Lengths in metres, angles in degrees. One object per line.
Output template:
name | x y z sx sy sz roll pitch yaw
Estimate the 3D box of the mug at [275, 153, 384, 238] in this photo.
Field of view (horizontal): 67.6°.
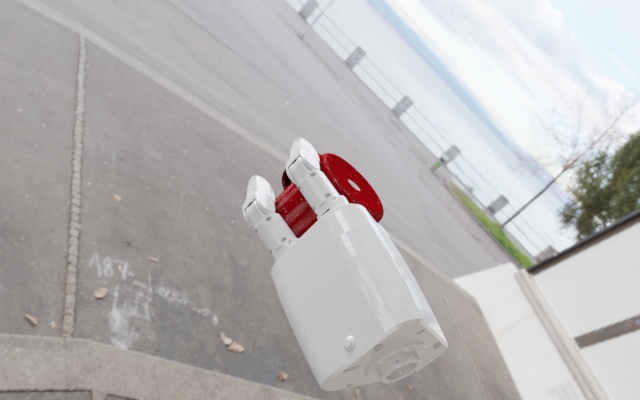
mug | 0.000 0.000 0.456 0.081 0.117 0.093 -43 -38 21
